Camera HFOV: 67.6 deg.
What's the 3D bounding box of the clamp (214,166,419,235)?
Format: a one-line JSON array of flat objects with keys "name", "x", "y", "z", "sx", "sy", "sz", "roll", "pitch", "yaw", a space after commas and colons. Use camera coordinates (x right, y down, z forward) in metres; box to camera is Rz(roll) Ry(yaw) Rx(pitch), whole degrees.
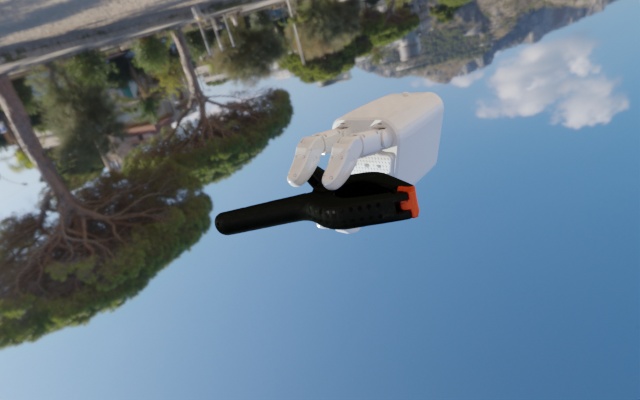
[{"name": "clamp", "x": 0.001, "y": 0.002, "z": 0.499, "sx": 0.210, "sy": 0.036, "sz": 0.164, "roll": 8, "pitch": 32, "yaw": 45}]
